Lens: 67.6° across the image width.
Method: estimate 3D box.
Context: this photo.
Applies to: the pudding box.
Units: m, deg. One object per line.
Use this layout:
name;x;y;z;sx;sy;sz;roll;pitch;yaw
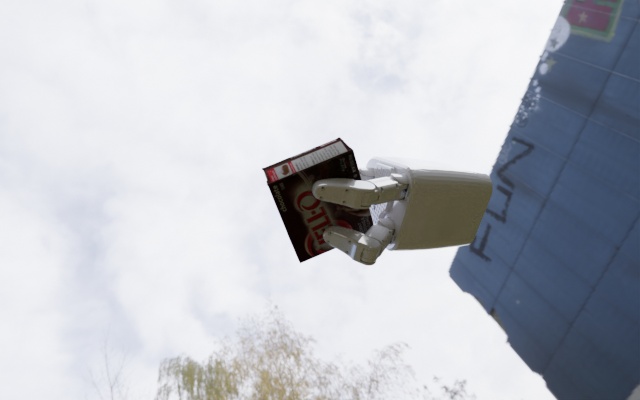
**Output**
pudding box;0.000;0.002;0.496;0.090;0.114;0.039;-23;35;-5
